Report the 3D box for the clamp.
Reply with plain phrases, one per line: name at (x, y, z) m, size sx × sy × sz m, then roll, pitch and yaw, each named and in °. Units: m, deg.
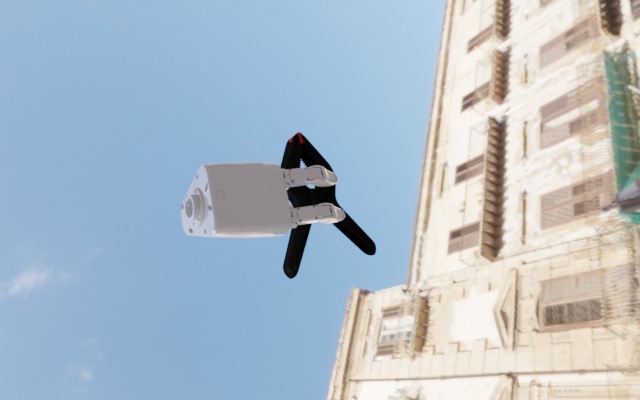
clamp at (-0.001, 0.002, 0.699) m, size 0.164 × 0.210 × 0.036 m, roll -1°, pitch -18°, yaw -38°
